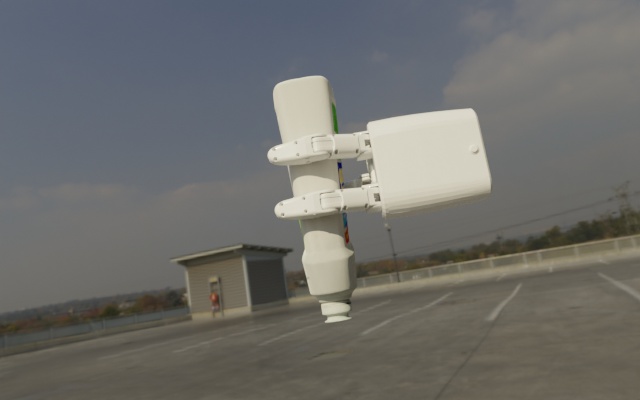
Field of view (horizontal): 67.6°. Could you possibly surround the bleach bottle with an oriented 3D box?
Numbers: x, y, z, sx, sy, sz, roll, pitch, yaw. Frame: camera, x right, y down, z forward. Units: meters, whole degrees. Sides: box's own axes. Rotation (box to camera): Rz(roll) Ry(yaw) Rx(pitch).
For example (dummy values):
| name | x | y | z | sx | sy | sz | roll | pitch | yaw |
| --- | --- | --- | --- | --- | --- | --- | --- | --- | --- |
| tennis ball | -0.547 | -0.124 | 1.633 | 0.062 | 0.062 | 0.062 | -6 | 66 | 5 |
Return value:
| name | x | y | z | sx | sy | sz | roll | pitch | yaw |
| --- | --- | --- | --- | --- | --- | --- | --- | --- | --- |
| bleach bottle | 0.000 | 0.002 | 0.516 | 0.068 | 0.250 | 0.102 | -9 | -10 | 3 |
